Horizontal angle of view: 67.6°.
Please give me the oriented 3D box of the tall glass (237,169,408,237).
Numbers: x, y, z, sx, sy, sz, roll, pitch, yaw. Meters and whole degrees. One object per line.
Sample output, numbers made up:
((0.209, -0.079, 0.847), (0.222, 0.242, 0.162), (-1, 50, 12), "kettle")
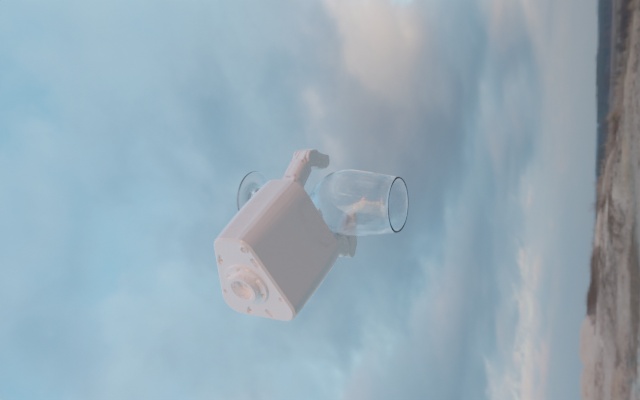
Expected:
((0.000, 0.002, 0.573), (0.201, 0.079, 0.079), (2, 1, 30), "tall glass")
